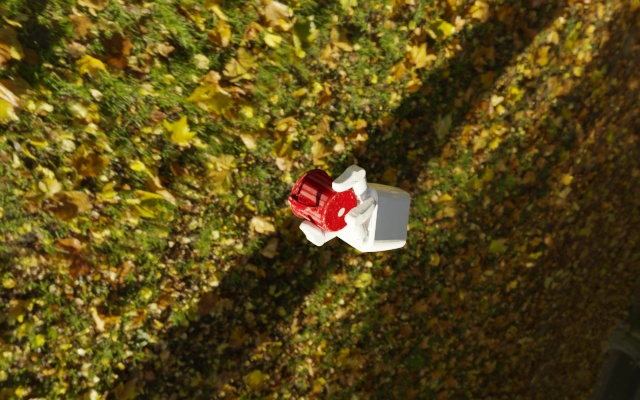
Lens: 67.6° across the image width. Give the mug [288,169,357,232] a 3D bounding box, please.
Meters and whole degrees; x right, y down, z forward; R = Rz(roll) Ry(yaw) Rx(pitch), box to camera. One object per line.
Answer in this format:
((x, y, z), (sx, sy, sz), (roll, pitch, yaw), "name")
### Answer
((-0.001, 0.003, 0.806), (0.117, 0.093, 0.081), (0, 22, -44), "mug")
